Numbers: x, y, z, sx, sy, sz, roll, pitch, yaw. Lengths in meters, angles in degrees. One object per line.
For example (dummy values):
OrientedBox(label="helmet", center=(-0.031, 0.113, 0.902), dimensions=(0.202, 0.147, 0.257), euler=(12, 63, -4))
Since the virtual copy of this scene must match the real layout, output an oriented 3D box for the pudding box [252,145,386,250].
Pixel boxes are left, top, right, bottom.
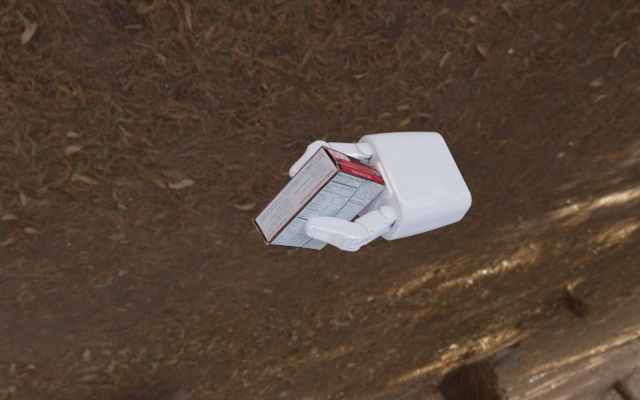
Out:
OrientedBox(label="pudding box", center=(0.000, 0.002, 0.489), dimensions=(0.113, 0.039, 0.090), euler=(-47, -33, 21))
